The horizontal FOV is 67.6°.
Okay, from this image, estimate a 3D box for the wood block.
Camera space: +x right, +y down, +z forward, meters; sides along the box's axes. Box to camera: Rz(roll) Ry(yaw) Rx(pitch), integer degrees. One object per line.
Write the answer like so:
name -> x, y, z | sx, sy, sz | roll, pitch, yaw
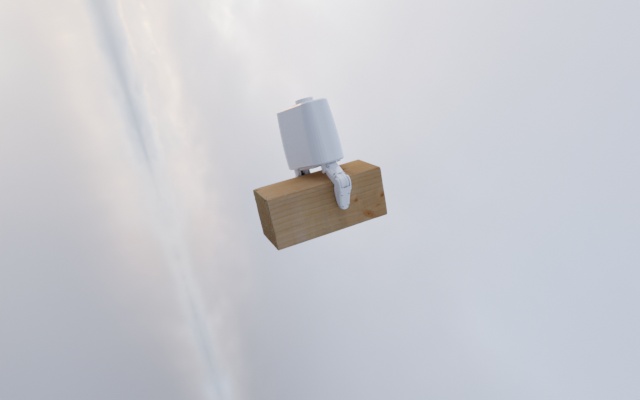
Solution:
wood block -> 0.000, 0.002, 0.831 | 0.206, 0.090, 0.090 | -17, 20, -18
